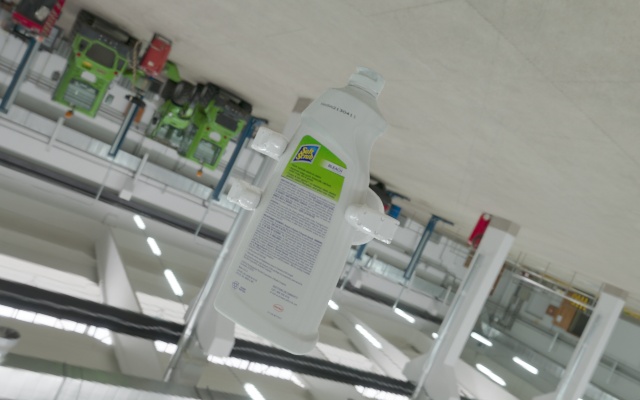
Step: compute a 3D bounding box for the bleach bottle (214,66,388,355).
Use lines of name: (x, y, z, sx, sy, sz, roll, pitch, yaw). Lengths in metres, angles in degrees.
bleach bottle: (0.000, 0.001, 0.434, 0.102, 0.251, 0.068, 25, 0, 12)
